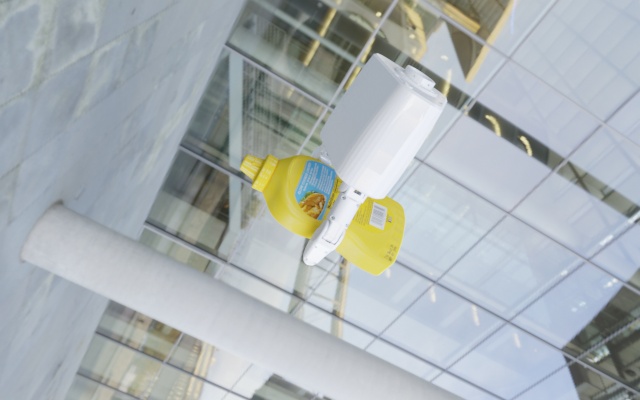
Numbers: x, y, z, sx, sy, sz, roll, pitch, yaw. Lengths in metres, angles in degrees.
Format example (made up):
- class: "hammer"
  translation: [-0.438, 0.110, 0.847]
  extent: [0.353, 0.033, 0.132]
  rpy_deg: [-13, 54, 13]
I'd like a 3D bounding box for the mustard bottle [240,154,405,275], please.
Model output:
- class: "mustard bottle"
  translation: [0.000, 0.002, 0.529]
  extent: [0.191, 0.096, 0.058]
  rpy_deg: [28, -42, -11]
